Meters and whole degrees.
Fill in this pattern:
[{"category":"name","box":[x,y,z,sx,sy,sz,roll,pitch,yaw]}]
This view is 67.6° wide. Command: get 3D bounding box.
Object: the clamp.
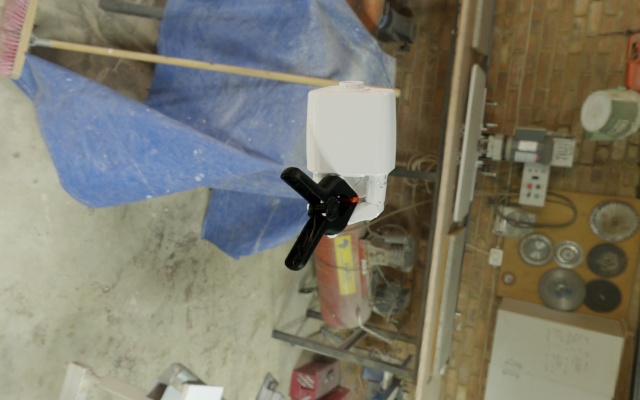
[{"category":"clamp","box":[0.001,0.002,0.602,0.039,0.120,0.171,9,22,25]}]
